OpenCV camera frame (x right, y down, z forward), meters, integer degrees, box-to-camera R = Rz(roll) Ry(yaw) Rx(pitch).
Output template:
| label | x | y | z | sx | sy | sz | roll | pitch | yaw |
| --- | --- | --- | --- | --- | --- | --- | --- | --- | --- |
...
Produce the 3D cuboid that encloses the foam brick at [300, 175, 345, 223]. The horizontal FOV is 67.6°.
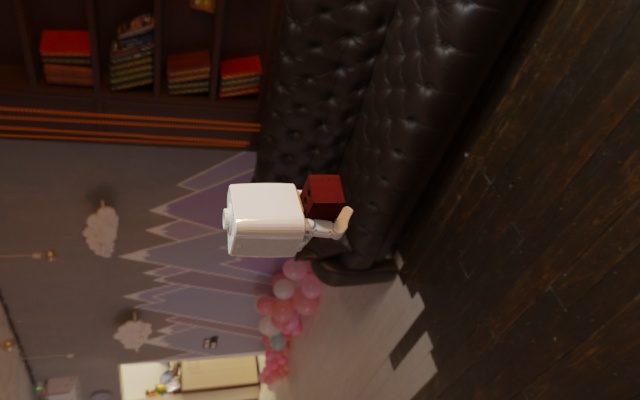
| label | x | y | z | sx | sy | sz | roll | pitch | yaw |
| --- | --- | --- | --- | --- | --- | --- | --- | --- | --- |
| foam brick | 0.000 | 0.002 | 0.741 | 0.051 | 0.053 | 0.078 | 2 | -33 | -17 |
